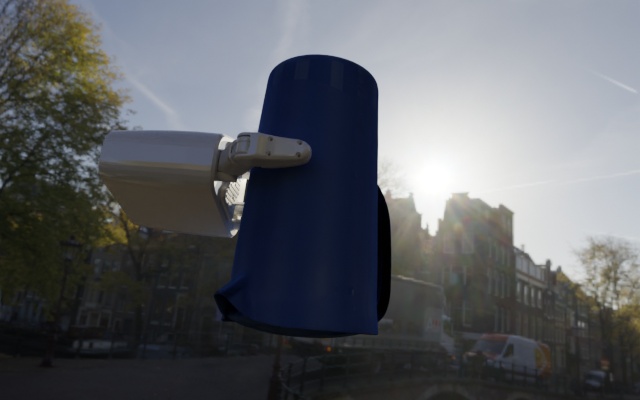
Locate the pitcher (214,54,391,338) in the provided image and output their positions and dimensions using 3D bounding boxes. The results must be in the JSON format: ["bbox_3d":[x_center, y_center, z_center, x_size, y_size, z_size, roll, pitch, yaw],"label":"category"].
[{"bbox_3d":[0.000,0.001,0.442,0.145,0.242,0.149,4,-15,6],"label":"pitcher"}]
